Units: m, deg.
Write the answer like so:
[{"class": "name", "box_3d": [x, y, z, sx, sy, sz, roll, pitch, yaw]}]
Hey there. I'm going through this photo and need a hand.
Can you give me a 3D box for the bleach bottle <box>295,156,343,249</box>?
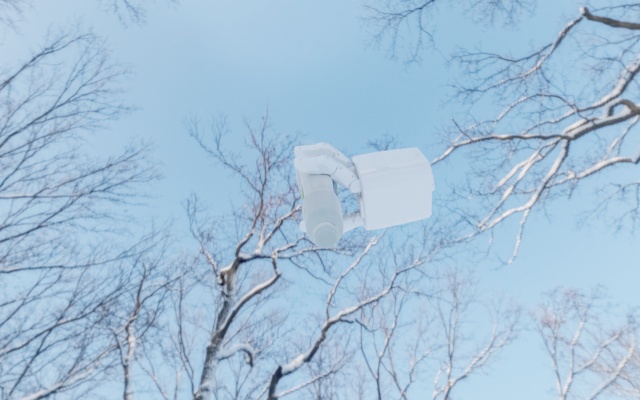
[{"class": "bleach bottle", "box_3d": [0.000, 0.002, 0.717, 0.068, 0.103, 0.250, -11, 26, 1]}]
